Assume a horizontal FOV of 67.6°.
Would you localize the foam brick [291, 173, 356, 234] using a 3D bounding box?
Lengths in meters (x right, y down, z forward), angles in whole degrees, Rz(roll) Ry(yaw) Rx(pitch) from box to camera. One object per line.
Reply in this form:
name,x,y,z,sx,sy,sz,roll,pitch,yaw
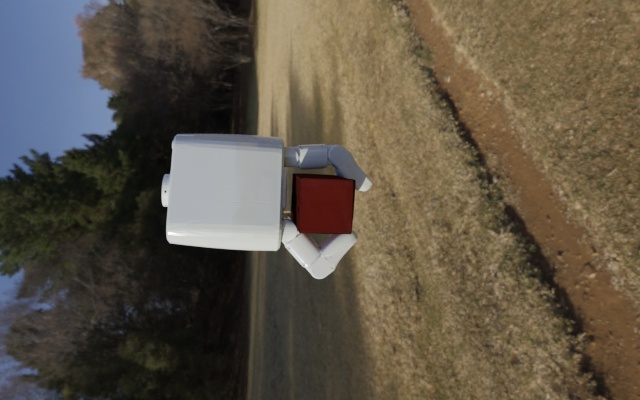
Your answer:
foam brick,0.000,0.001,0.472,0.051,0.053,0.078,2,5,-9
